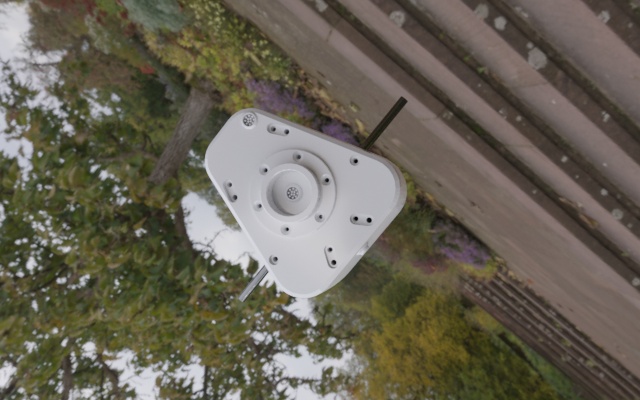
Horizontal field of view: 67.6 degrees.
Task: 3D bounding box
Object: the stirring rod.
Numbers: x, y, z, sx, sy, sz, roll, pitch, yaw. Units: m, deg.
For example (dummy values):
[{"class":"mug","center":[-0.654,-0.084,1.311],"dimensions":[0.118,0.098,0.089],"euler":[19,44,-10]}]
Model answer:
[{"class":"stirring rod","center":[0.000,0.001,0.442],"dimensions":[0.011,0.239,0.011],"euler":[39,6,-5]}]
